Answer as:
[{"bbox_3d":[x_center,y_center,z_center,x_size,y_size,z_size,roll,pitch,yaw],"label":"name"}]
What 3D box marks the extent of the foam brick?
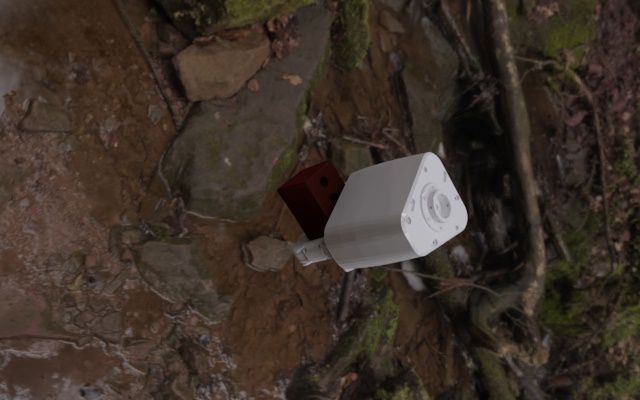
[{"bbox_3d":[0.000,0.002,0.549,0.051,0.078,0.053,-16,22,48],"label":"foam brick"}]
